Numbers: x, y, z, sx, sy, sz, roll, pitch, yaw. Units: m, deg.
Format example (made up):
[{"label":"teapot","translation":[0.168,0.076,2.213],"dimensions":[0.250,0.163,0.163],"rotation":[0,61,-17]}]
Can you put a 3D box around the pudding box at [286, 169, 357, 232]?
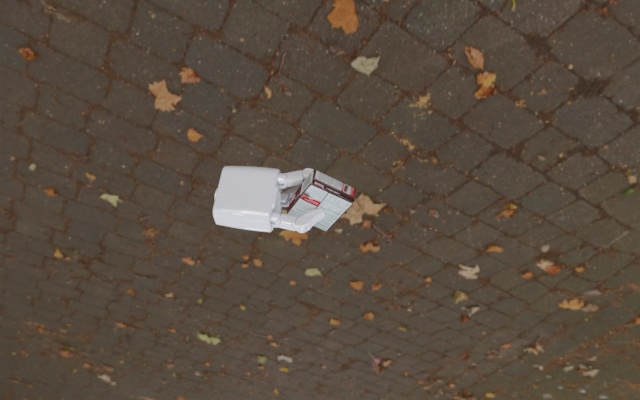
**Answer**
[{"label":"pudding box","translation":[0.000,0.003,0.880],"dimensions":[0.090,0.039,0.113],"rotation":[24,-39,-15]}]
